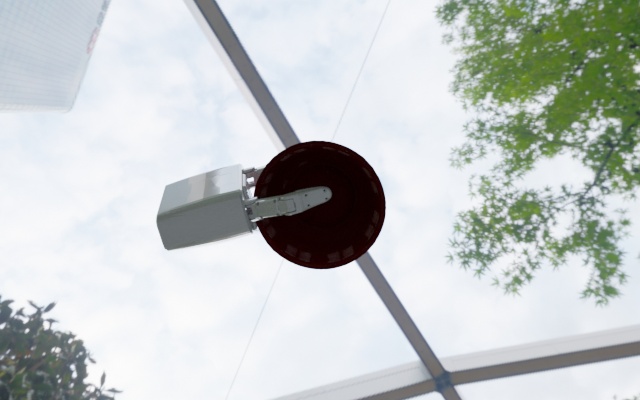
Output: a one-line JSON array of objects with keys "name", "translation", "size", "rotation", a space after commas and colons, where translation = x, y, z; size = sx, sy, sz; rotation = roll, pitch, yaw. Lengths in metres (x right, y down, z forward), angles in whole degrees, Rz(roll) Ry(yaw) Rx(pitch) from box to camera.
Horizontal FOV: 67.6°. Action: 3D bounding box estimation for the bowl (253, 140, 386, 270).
[{"name": "bowl", "translation": [0.001, 0.002, 0.599], "size": [0.162, 0.162, 0.055], "rotation": [0, 15, 5]}]
